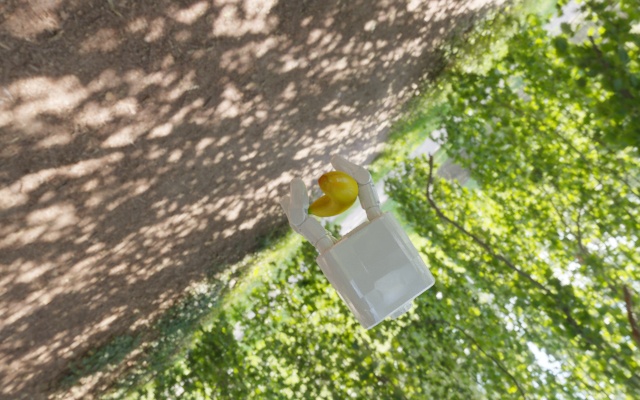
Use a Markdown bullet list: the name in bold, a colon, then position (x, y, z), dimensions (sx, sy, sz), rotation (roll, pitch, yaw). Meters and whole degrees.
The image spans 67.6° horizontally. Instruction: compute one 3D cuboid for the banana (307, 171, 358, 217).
- **banana**: position (0.016, -0.004, 0.625), dimensions (0.069, 0.037, 0.198), rotation (-21, -10, -15)
